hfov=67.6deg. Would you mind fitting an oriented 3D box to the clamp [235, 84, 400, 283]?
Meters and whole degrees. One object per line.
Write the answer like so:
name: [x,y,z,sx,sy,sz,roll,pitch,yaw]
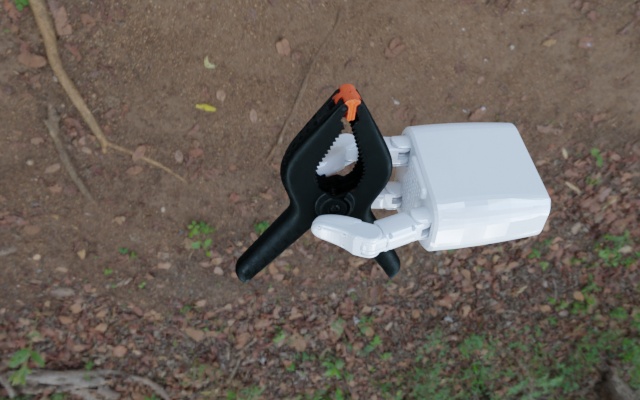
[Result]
clamp: [0.000,0.001,0.419,0.164,0.210,0.036,-6,40,-8]
